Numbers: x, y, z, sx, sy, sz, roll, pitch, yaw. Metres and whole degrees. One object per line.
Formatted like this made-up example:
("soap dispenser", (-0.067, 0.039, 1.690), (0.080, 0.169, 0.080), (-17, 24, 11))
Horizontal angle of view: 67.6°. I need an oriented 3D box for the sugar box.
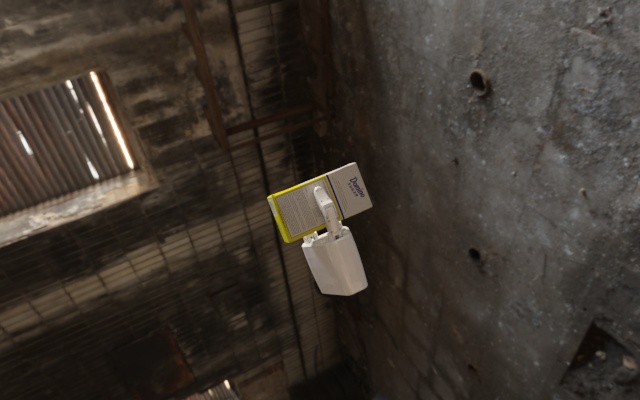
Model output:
("sugar box", (0.000, 0.003, 0.892), (0.176, 0.093, 0.048), (-22, 5, -18))
